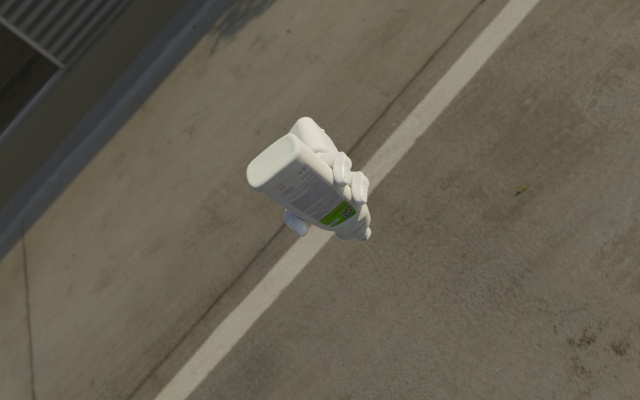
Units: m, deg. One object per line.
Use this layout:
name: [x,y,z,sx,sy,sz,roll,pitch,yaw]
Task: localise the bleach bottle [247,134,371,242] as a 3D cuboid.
bleach bottle: [0.000,0.002,0.778,0.102,0.068,0.251,-37,-48,13]
